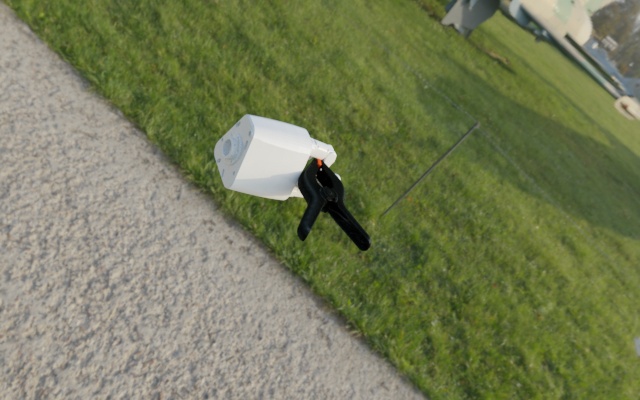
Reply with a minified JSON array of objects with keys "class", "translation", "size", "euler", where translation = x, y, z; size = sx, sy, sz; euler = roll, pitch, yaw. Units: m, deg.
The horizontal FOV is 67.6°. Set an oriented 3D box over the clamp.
[{"class":"clamp","translation":[0.000,0.002,0.716],"size":[0.120,0.171,0.039],"euler":[10,-47,-40]}]
